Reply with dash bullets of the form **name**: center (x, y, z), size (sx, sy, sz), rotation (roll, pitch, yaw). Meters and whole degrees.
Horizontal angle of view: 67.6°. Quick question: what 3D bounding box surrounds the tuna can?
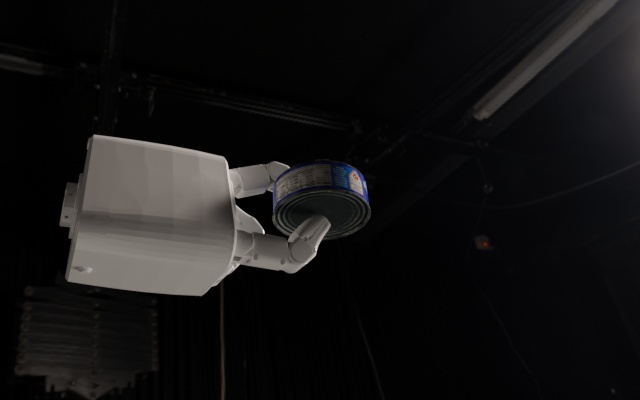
- **tuna can**: center (0.000, 0.001, 0.426), size (0.086, 0.033, 0.086), rotation (-3, -32, -2)
